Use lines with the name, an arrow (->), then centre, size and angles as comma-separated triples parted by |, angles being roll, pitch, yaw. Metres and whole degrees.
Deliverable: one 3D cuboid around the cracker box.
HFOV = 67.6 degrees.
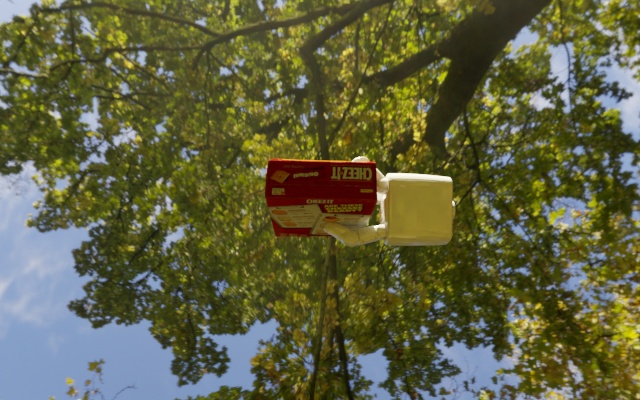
cracker box -> 0.000, 0.003, 0.792 | 0.164, 0.072, 0.214 | 1, -19, -1
